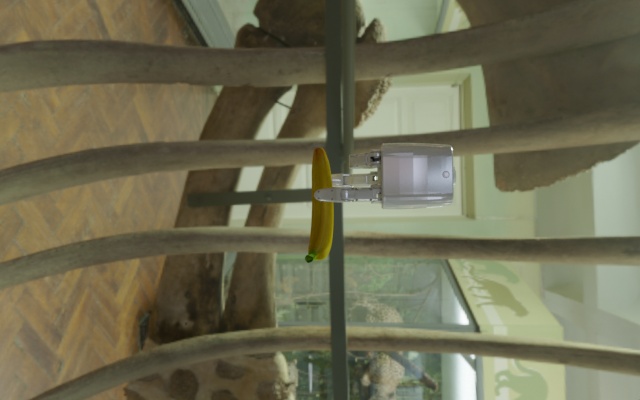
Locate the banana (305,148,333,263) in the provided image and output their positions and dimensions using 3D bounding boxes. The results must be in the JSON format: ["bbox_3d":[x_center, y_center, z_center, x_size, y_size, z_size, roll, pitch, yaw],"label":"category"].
[{"bbox_3d":[0.002,0.014,0.761,0.037,0.197,0.070,0,-26,5],"label":"banana"}]
